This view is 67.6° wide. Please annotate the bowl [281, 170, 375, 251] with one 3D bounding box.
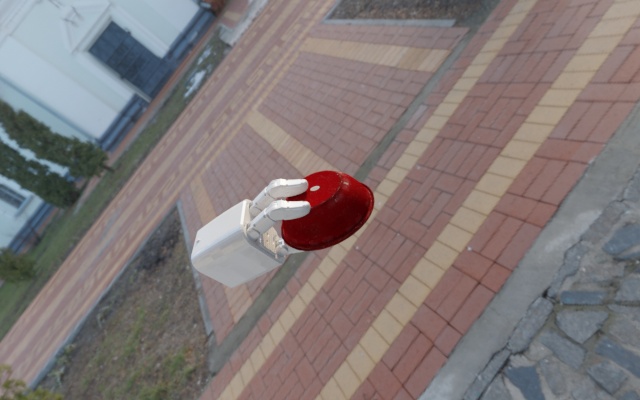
[{"bbox_3d":[0.001,0.001,0.747,0.162,0.055,0.162,-18,34,13],"label":"bowl"}]
